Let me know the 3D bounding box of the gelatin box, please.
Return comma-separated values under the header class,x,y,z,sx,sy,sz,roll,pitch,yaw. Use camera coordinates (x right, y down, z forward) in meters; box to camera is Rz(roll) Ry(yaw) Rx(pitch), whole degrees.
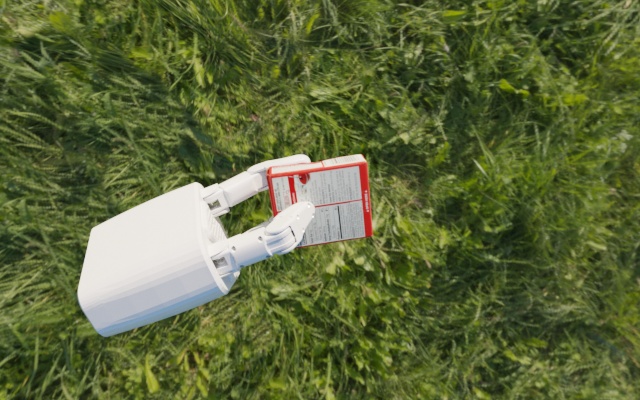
class,x,y,z,sx,sy,sz,roll,pitch,yaw
gelatin box,0.000,0.002,0.433,0.089,0.073,0.030,-8,21,-3
